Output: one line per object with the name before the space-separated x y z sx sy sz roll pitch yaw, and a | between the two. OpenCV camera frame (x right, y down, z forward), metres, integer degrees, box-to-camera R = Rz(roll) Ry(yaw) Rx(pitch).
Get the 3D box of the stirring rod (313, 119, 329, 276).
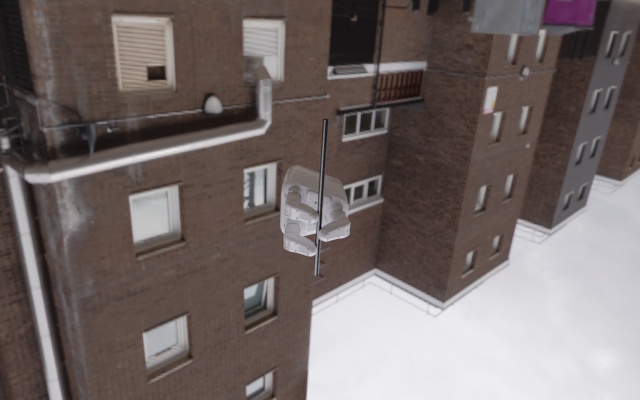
stirring rod | 0.000 0.002 0.689 0.011 0.240 0.011 3 22 -1
